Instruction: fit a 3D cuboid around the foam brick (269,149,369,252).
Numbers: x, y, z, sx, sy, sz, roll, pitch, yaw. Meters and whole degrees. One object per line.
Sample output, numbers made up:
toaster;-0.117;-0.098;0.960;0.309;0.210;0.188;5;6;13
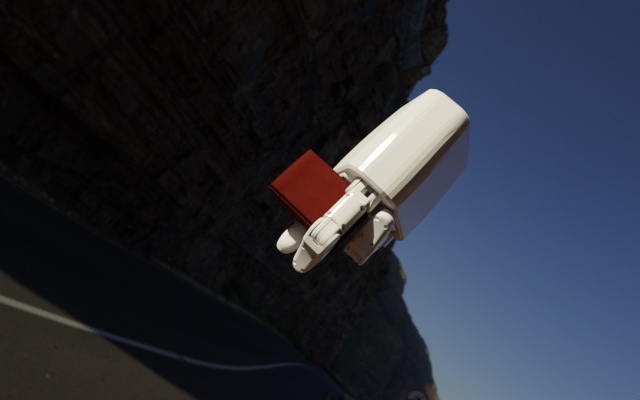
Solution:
foam brick;0.000;0.001;0.443;0.078;0.051;0.053;43;-8;10
